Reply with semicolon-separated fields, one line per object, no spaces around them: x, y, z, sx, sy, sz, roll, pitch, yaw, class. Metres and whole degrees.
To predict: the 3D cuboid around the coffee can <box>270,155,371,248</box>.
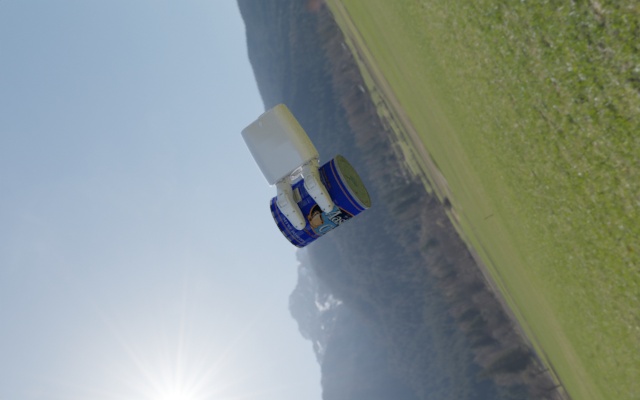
0.000;0.003;0.809;0.140;0.103;0.103;-32;-10;17;coffee can
